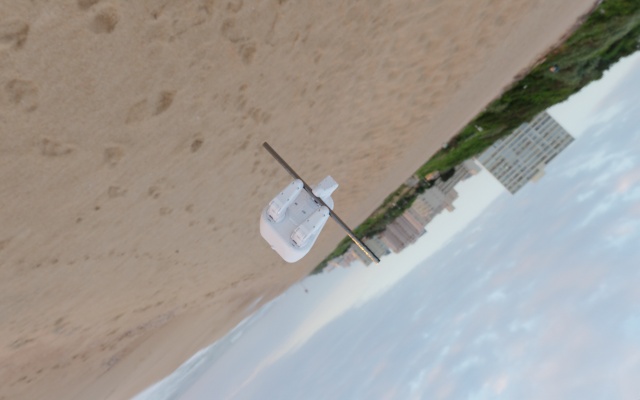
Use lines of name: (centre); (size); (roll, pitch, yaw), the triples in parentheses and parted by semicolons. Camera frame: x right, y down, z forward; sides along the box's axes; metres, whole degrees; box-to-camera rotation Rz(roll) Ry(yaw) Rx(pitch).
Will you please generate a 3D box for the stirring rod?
stirring rod: (0.000, 0.002, 0.692); (0.011, 0.239, 0.011); (-43, -5, -5)
